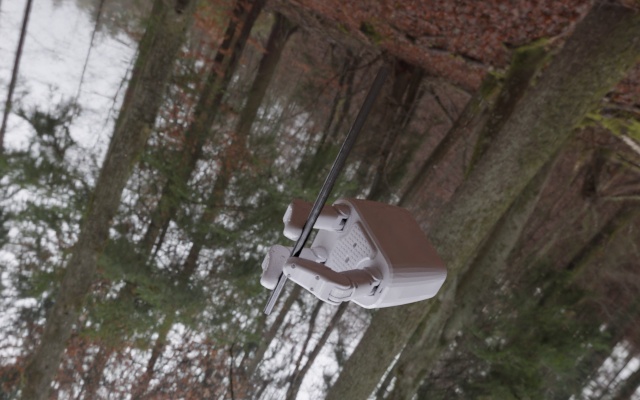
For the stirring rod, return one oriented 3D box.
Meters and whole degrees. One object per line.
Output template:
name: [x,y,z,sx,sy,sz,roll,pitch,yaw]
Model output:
stirring rod: [0.000,0.001,0.405,0.011,0.239,0.011,23,20,-9]
